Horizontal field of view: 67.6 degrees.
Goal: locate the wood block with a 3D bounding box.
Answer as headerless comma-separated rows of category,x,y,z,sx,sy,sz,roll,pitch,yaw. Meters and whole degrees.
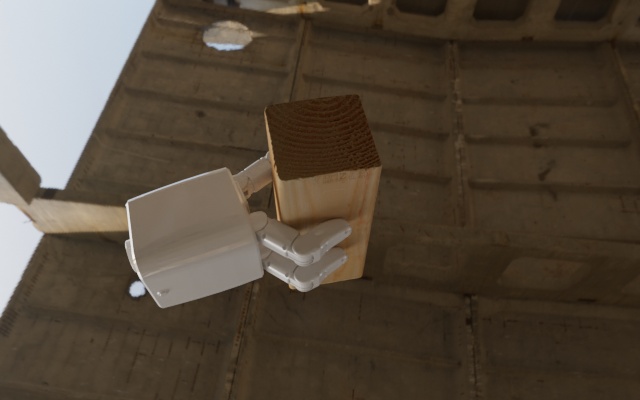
wood block,0.000,0.002,0.495,0.090,0.090,0.206,-9,-34,-7
